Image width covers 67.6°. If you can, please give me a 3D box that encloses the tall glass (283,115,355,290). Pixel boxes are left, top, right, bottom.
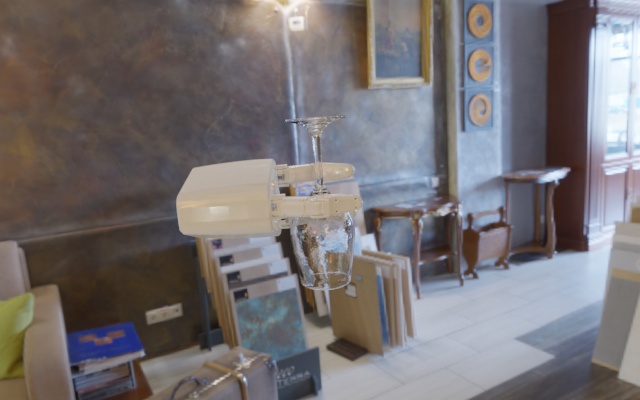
[{"bbox_3d":[0.000,0.001,0.572,0.079,0.201,0.079,-4,10,1],"label":"tall glass"}]
